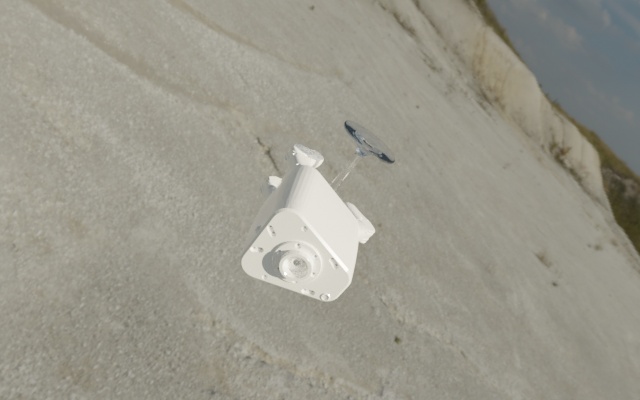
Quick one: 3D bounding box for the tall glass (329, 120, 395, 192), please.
[{"bbox_3d":[0.001,0.001,0.593,0.079,0.201,0.079,31,26,-17],"label":"tall glass"}]
